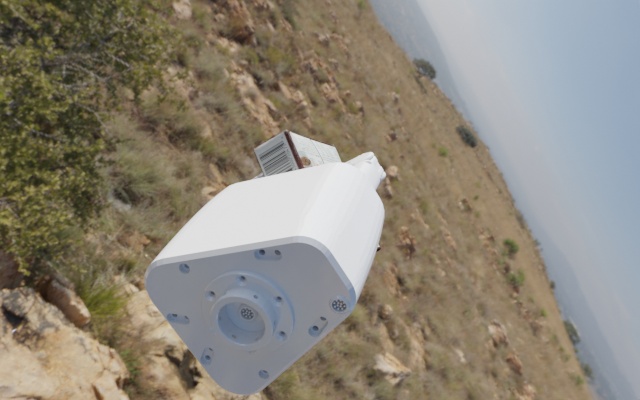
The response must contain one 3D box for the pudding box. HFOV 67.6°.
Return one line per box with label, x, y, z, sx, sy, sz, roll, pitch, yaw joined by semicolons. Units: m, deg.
pudding box;0.000;0.001;0.407;0.039;0.113;0.090;-28;-15;23
